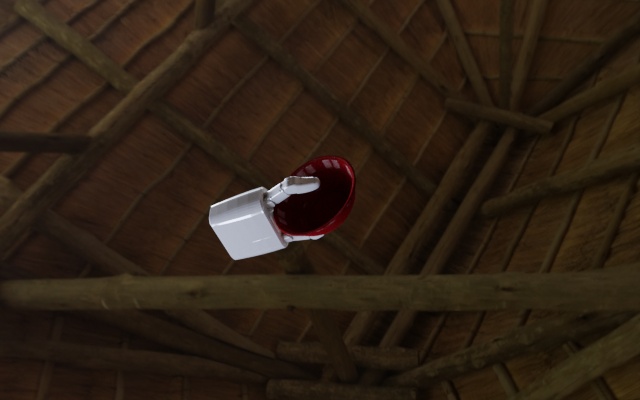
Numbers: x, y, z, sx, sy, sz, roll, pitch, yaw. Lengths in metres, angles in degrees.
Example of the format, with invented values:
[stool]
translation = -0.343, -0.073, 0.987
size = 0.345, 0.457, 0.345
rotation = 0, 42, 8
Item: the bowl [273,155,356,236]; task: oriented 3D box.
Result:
[bowl]
translation = 0.001, 0.003, 0.812
size = 0.162, 0.162, 0.055
rotation = 0, -33, 38
